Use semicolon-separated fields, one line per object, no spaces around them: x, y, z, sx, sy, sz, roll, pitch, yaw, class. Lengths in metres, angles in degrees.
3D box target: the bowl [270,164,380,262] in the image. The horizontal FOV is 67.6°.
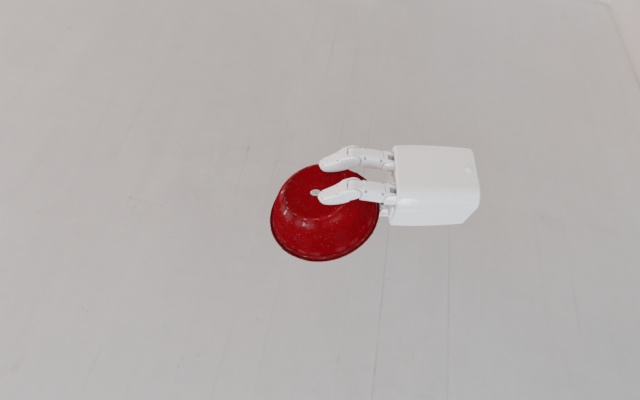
-0.001;0.002;0.668;0.162;0.162;0.055;0;-34;14;bowl
